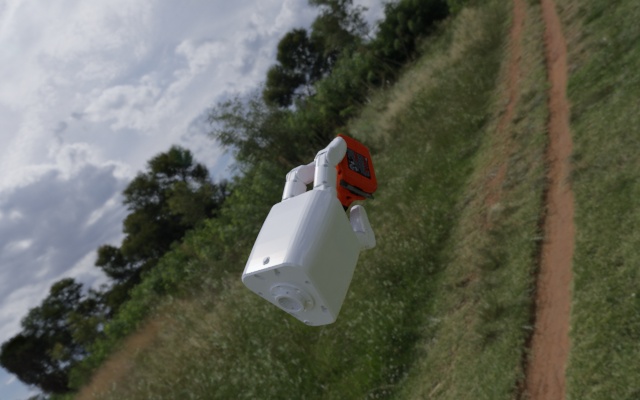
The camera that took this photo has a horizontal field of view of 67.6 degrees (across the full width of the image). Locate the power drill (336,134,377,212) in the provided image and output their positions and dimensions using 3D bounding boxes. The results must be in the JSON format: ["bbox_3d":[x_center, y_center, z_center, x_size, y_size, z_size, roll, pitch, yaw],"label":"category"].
[{"bbox_3d":[0.000,0.002,0.671,0.057,0.188,0.184,22,33,-21],"label":"power drill"}]
